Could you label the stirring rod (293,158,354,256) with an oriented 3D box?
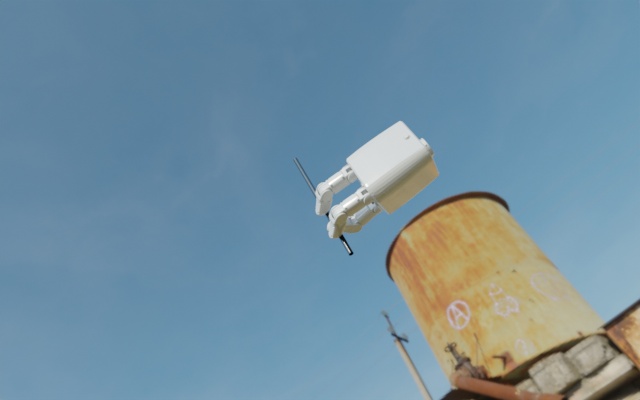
[{"bbox_3d":[0.000,0.003,0.802,0.011,0.011,0.239,0,41,-31],"label":"stirring rod"}]
